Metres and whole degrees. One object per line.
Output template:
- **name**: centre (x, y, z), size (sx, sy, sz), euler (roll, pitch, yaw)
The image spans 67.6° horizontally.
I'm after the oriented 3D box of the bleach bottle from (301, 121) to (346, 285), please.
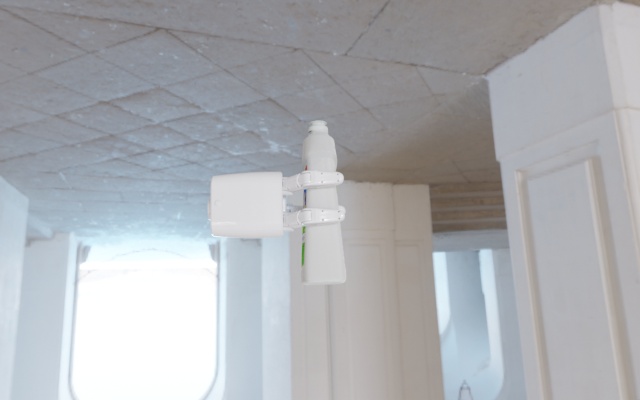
- **bleach bottle**: centre (0.000, 0.002, 0.741), size (0.068, 0.250, 0.102), euler (-1, -12, -4)
